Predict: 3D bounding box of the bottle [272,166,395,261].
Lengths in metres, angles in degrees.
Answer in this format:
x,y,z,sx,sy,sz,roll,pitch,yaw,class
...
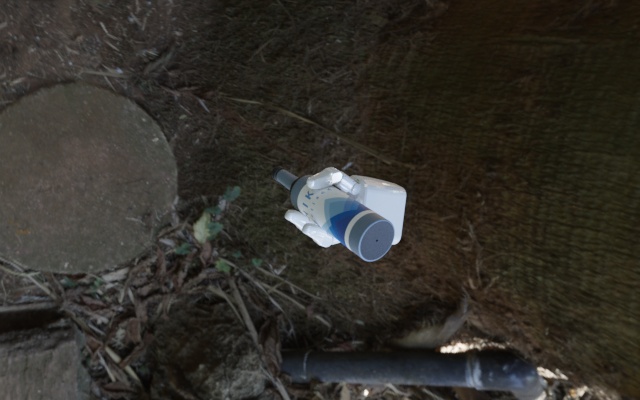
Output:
x,y,z,sx,sy,sz,roll,pitch,yaw,class
0.000,0.003,0.787,0.069,0.069,0.295,0,22,-36,bottle
